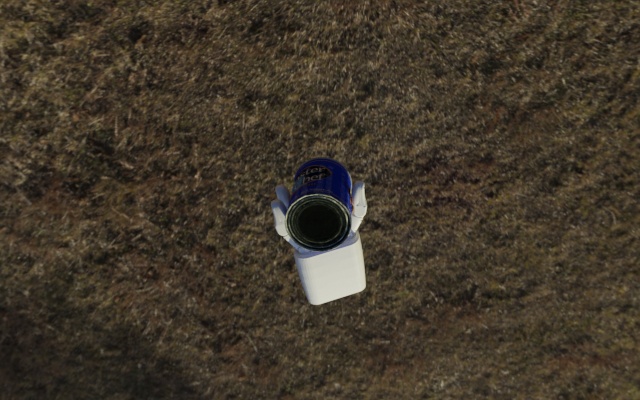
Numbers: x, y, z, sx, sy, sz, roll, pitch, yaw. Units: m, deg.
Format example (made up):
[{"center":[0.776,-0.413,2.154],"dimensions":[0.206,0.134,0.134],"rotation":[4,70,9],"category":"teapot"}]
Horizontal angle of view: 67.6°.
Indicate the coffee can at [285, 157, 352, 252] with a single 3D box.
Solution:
[{"center":[0.000,0.002,0.781],"dimensions":[0.103,0.103,0.140],"rotation":[0,28,4],"category":"coffee can"}]
